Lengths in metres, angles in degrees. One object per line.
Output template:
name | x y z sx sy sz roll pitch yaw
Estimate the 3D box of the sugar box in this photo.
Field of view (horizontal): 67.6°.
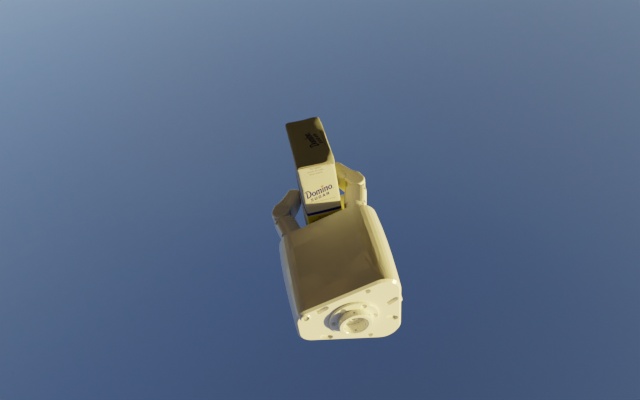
sugar box | 0.001 0.002 0.560 0.048 0.176 0.093 -12 41 -4
